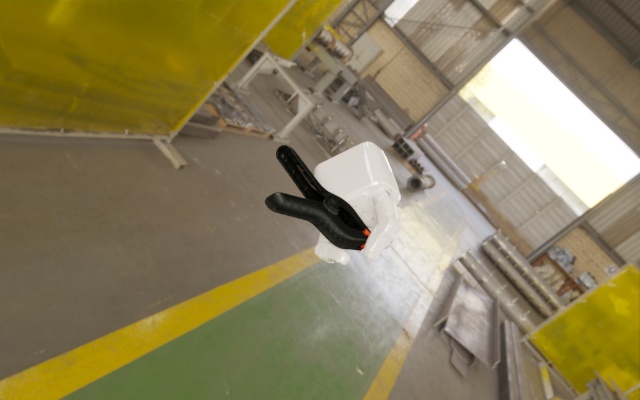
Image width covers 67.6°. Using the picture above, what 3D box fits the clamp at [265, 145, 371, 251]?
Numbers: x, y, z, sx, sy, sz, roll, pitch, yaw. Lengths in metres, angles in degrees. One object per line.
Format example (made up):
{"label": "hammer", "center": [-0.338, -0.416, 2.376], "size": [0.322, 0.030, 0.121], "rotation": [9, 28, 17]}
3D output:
{"label": "clamp", "center": [0.001, 0.002, 0.608], "size": [0.039, 0.120, 0.171], "rotation": [-33, -52, 31]}
